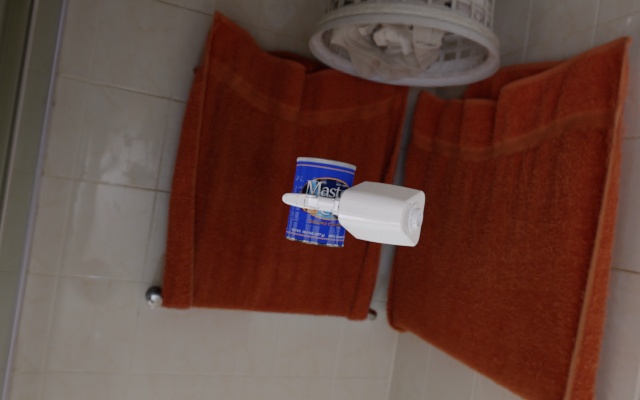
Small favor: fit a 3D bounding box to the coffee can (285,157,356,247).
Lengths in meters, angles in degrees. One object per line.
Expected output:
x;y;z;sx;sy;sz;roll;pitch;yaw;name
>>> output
0.000;0.003;0.825;0.103;0.140;0.103;9;0;0;coffee can
